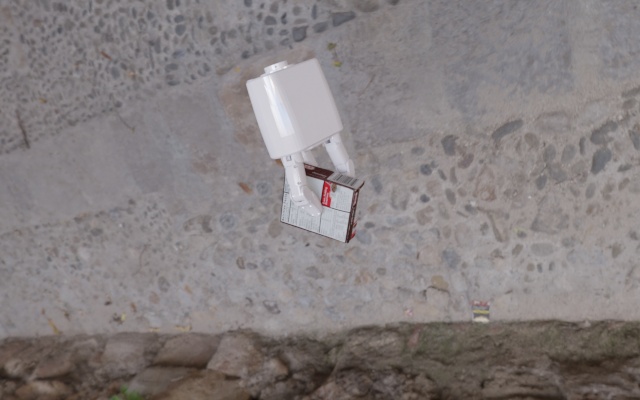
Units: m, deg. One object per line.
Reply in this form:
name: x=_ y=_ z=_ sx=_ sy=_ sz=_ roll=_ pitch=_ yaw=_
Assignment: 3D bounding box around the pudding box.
pudding box: x=0.000 y=0.002 z=0.688 sx=0.113 sy=0.090 sz=0.039 roll=18 pitch=29 yaw=20
